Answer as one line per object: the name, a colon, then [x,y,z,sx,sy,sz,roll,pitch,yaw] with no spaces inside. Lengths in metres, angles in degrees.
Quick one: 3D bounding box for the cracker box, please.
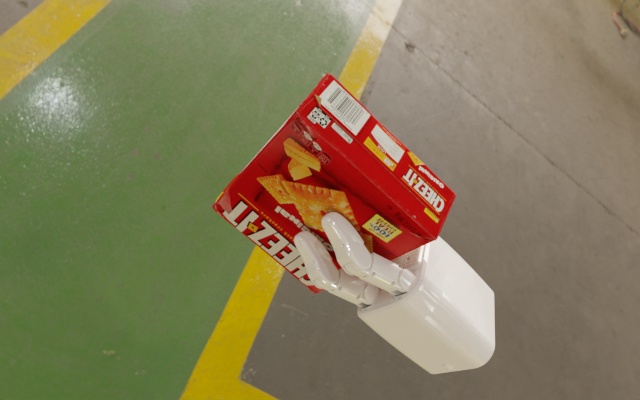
cracker box: [0.000,0.001,0.489,0.214,0.164,0.072,-37,14,51]
